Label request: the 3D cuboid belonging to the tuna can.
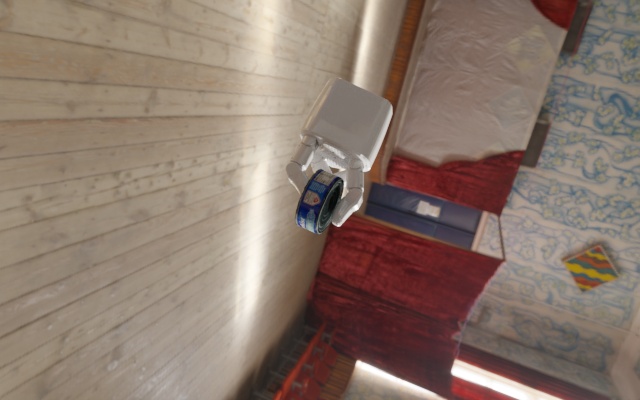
[{"bbox_3d":[0.001,0.002,0.659,0.034,0.086,0.086,23,7,15],"label":"tuna can"}]
